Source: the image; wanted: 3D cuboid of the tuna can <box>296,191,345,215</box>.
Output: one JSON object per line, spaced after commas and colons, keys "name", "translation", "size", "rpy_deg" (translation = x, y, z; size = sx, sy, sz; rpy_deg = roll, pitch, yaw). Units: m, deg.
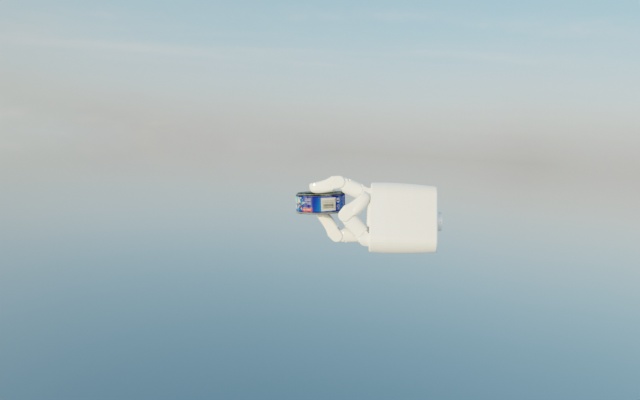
{"name": "tuna can", "translation": [0.000, 0.002, 0.816], "size": [0.086, 0.034, 0.086], "rpy_deg": [-2, 5, 0]}
